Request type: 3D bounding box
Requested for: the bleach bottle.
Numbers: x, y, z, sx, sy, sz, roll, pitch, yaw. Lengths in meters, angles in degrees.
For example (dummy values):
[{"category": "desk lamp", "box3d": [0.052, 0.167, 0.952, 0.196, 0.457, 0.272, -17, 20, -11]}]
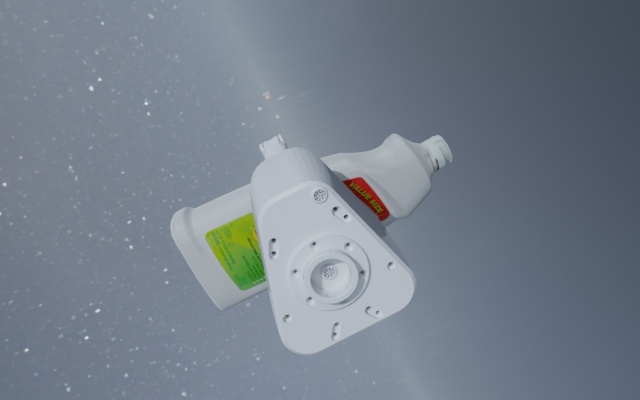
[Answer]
[{"category": "bleach bottle", "box3d": [0.000, 0.002, 0.440, 0.251, 0.102, 0.068, -27, 19, 0]}]
